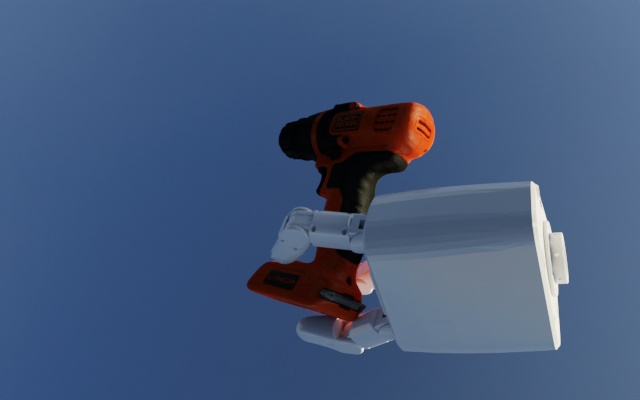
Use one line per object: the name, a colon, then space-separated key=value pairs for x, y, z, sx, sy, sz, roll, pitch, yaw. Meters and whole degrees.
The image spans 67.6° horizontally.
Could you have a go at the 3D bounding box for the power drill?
power drill: x=0.000 y=0.002 z=0.428 sx=0.057 sy=0.187 sz=0.184 roll=27 pitch=-15 yaw=-37
